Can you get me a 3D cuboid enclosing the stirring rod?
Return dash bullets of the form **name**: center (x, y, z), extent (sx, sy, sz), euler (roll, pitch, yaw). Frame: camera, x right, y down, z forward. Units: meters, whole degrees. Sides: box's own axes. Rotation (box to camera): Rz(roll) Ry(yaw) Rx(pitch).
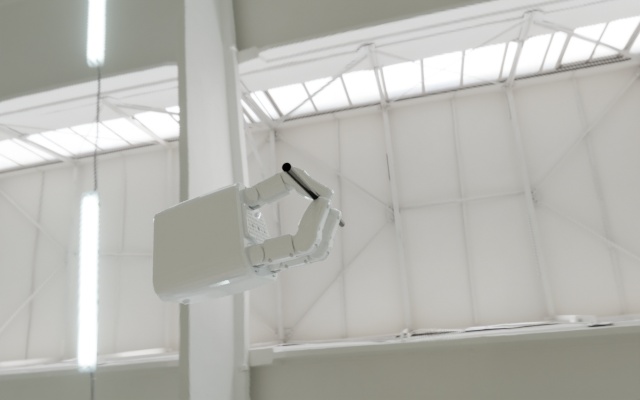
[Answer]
- **stirring rod**: center (0.000, 0.002, 0.498), extent (0.011, 0.011, 0.239), euler (0, -14, 14)
